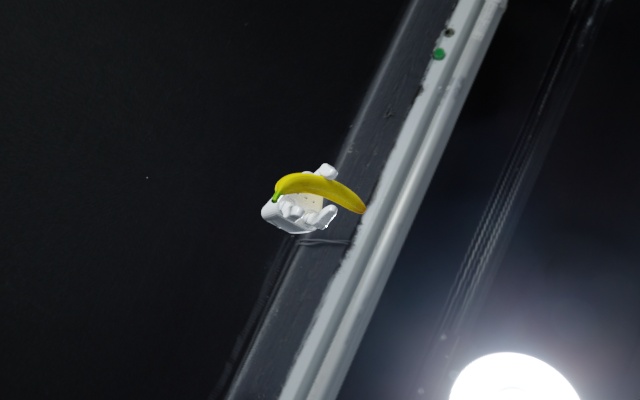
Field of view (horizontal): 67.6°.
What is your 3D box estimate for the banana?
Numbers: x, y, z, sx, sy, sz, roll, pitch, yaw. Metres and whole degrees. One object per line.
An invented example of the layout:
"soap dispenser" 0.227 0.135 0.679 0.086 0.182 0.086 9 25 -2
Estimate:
"banana" -0.004 -0.015 0.881 0.198 0.069 0.037 6 -21 -27
